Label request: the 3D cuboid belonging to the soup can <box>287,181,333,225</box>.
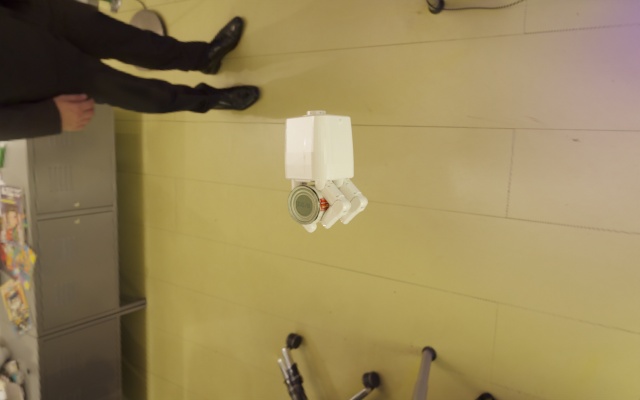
[{"bbox_3d":[0.000,0.003,0.822,0.068,0.068,0.102,0,6,35],"label":"soup can"}]
